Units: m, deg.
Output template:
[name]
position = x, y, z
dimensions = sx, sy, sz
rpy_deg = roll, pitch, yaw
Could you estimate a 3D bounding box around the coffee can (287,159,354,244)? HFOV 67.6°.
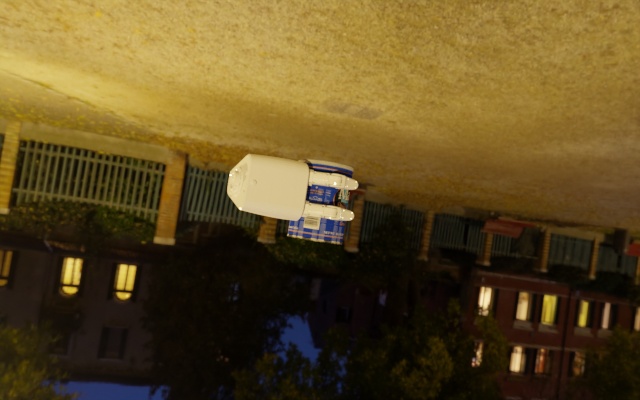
[coffee can]
position = 0.000, 0.003, 0.871
dimensions = 0.103, 0.140, 0.103
rpy_deg = 9, -3, 0
